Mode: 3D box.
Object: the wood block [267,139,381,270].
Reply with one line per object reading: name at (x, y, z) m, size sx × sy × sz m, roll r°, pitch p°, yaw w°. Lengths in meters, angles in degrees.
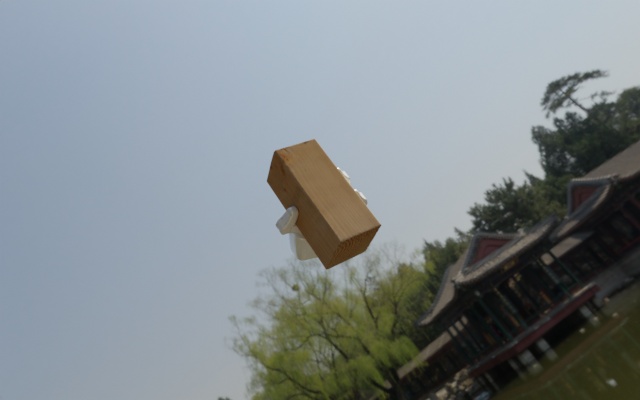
wood block at (0.000, 0.003, 0.835) m, size 0.091 × 0.206 × 0.090 m, roll -21°, pitch -28°, yaw -31°
